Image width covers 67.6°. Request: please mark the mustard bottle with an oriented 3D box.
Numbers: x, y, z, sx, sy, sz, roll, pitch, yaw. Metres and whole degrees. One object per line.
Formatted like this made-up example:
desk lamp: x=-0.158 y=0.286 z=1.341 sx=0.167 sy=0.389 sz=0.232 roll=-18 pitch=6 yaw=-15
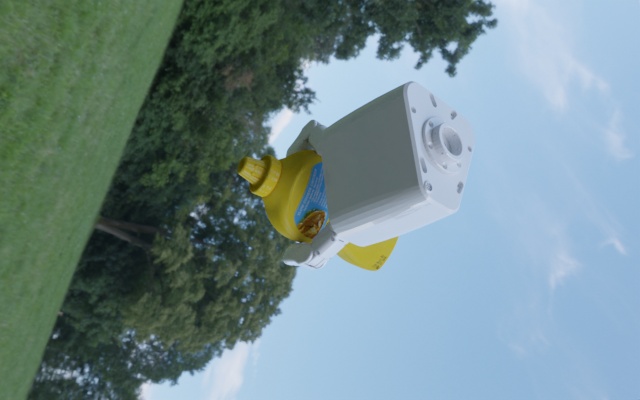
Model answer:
mustard bottle: x=0.000 y=0.002 z=0.501 sx=0.192 sy=0.096 sz=0.058 roll=25 pitch=-8 yaw=-30
